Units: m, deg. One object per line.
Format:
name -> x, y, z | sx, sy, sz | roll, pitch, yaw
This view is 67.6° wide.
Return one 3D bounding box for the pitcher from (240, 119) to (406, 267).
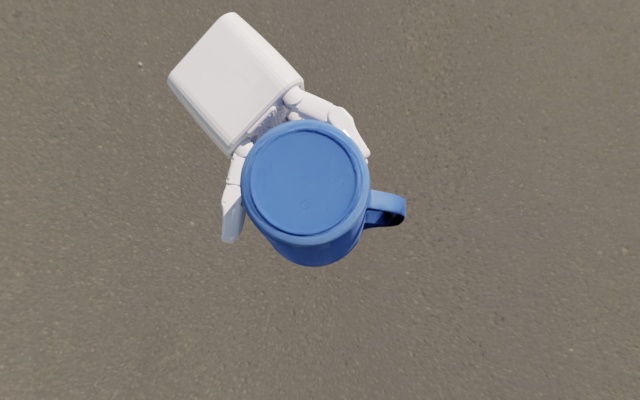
pitcher -> 0.000, 0.002, 0.502 | 0.149, 0.145, 0.243 | -39, -7, -4
